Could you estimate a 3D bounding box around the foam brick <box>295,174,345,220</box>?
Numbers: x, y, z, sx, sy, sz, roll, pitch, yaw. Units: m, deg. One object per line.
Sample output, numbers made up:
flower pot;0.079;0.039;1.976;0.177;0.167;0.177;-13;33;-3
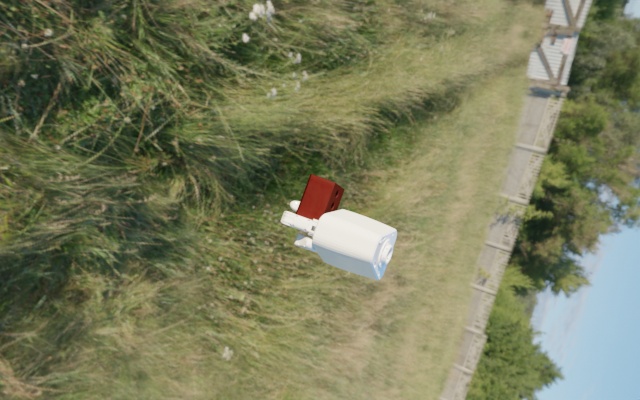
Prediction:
foam brick;0.000;0.002;0.827;0.051;0.078;0.053;18;-5;25
